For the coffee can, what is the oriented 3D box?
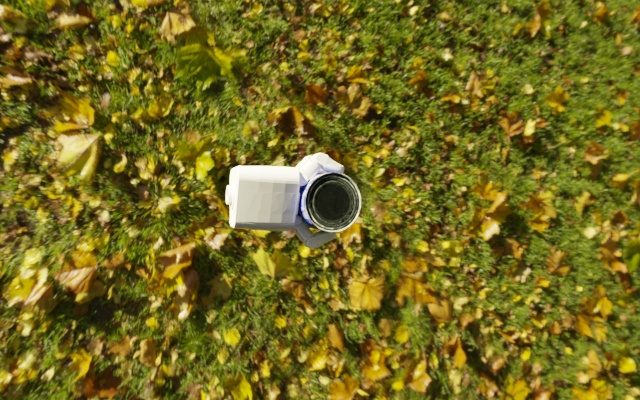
[{"bbox_3d":[0.000,0.003,0.868,0.103,0.103,0.140,0,0,-19],"label":"coffee can"}]
